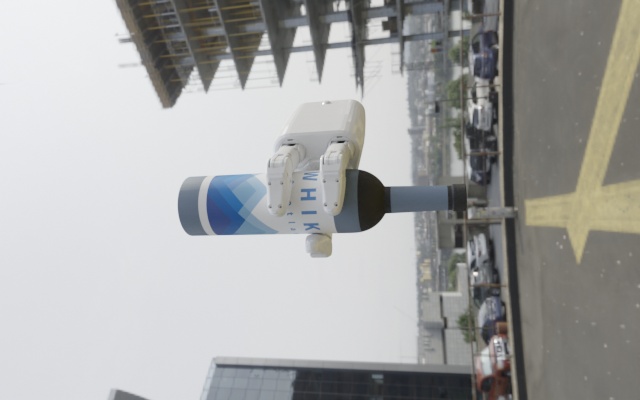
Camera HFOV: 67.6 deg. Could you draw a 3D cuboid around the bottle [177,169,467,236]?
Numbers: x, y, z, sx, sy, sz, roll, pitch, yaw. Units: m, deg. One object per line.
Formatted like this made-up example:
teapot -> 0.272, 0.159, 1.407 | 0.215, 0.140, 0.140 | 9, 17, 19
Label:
bottle -> 0.000, 0.002, 0.503 | 0.296, 0.069, 0.069 | -2, 0, 12
